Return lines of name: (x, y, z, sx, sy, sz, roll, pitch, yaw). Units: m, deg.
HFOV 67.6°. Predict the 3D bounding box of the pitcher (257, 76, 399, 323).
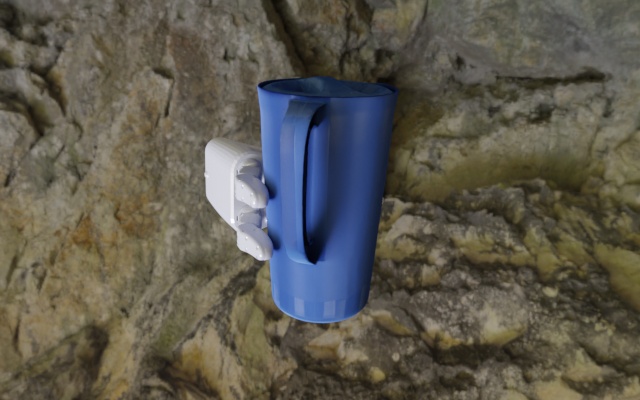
pitcher: (0.000, 0.002, 0.484, 0.149, 0.243, 0.145, -10, 23, -29)
